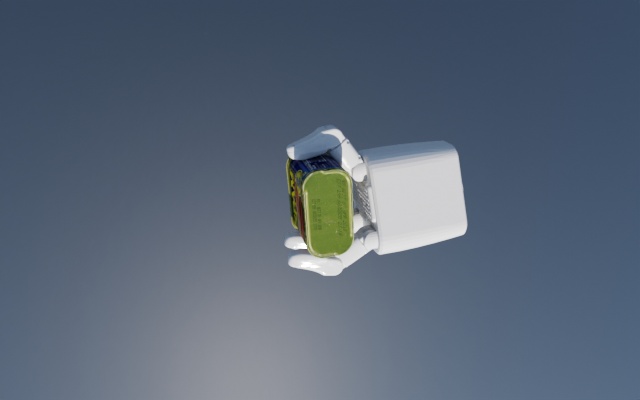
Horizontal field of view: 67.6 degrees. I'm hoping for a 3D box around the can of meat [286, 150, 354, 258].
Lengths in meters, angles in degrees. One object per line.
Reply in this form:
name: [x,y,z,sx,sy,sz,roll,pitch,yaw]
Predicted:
can of meat: [0.000,0.002,0.520,0.057,0.102,0.084,-8,21,-11]
